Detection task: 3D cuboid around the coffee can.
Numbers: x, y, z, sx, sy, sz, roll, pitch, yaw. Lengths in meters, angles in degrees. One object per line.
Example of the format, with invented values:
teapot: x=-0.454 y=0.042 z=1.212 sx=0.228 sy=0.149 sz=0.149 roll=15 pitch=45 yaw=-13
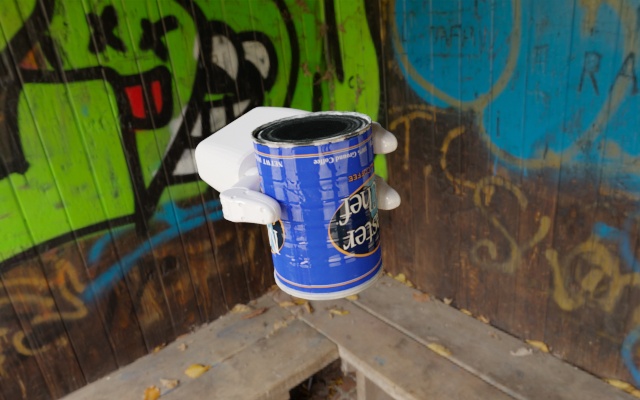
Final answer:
coffee can: x=0.000 y=0.002 z=0.425 sx=0.103 sy=0.140 sz=0.102 roll=-6 pitch=22 yaw=2
